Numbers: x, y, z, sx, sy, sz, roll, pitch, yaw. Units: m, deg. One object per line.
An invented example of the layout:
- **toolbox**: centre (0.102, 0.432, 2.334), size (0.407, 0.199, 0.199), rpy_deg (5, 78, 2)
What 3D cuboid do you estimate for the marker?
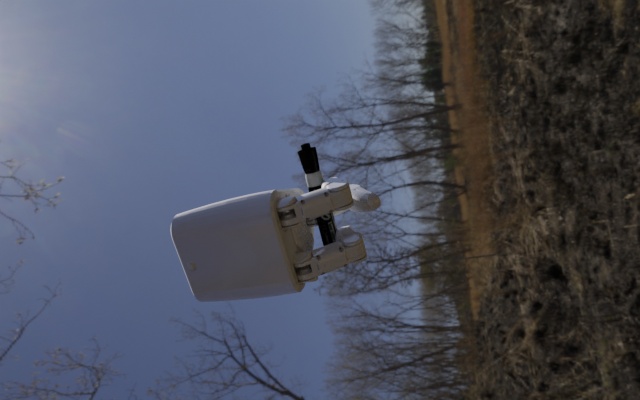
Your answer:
- **marker**: centre (0.000, 0.002, 0.480), size (0.020, 0.121, 0.020), rpy_deg (-14, 15, 4)
